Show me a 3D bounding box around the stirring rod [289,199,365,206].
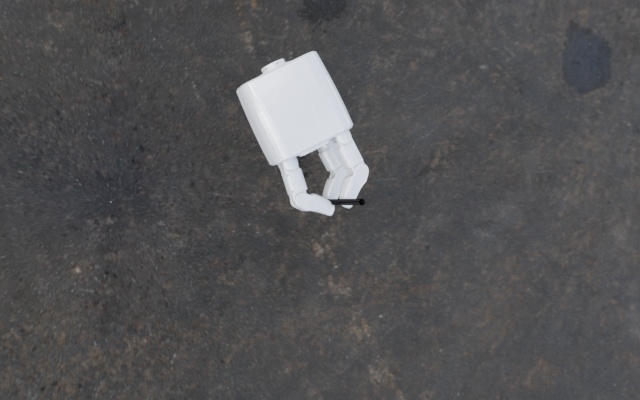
[{"bbox_3d":[0.000,0.002,0.666,0.011,0.011,0.239,0,0,-24],"label":"stirring rod"}]
